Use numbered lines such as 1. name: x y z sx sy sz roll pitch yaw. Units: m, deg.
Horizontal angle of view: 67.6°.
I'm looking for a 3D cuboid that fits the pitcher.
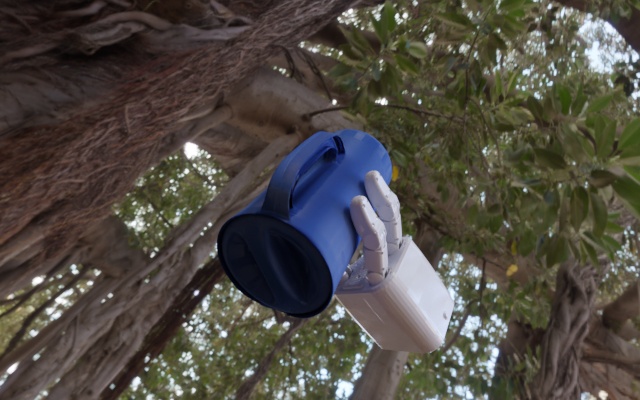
1. pitcher: 0.000 0.002 0.557 0.149 0.145 0.242 -30 14 40
